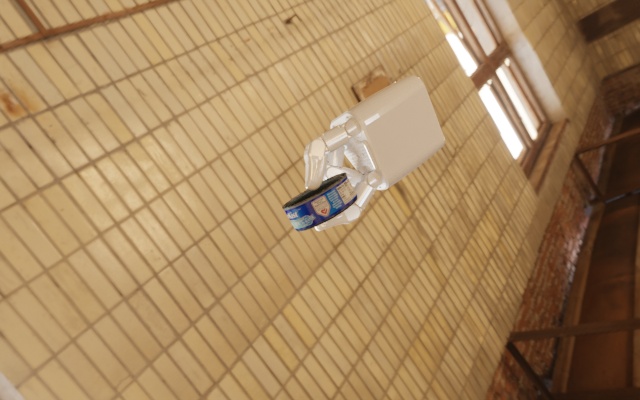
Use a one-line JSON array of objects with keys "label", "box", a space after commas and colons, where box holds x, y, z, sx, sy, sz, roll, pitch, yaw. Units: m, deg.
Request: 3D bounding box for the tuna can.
[{"label": "tuna can", "box": [0.000, 0.002, 0.563, 0.086, 0.034, 0.086, -28, 8, 4]}]
